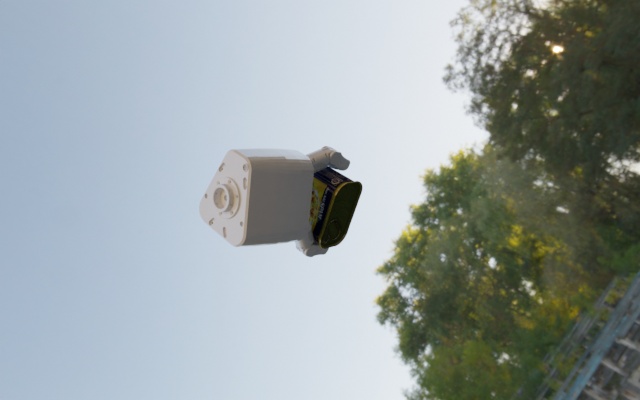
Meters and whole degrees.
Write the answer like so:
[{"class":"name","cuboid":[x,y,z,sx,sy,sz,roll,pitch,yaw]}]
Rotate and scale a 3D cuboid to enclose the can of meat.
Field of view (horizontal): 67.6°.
[{"class":"can of meat","cuboid":[0.000,0.002,0.671,0.084,0.102,0.057,33,26,33]}]
